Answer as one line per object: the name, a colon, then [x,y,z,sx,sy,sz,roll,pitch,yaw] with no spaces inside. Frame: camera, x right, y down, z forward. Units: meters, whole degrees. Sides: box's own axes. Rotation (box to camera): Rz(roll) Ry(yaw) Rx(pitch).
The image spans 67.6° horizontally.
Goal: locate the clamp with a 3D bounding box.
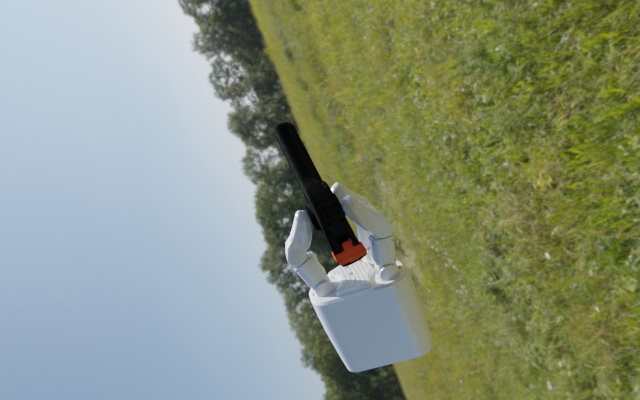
clamp: [0.000,0.002,0.510,0.036,0.165,0.210,-27,19,-2]
